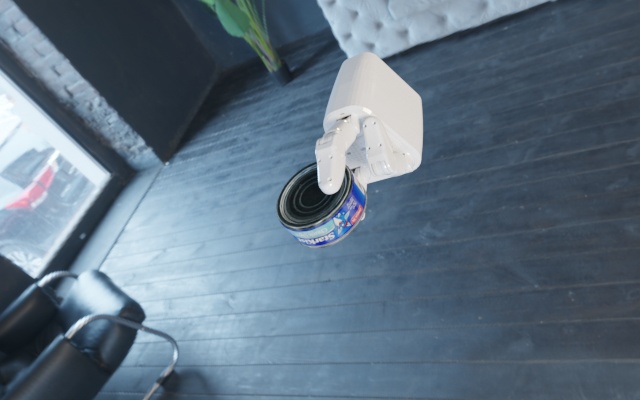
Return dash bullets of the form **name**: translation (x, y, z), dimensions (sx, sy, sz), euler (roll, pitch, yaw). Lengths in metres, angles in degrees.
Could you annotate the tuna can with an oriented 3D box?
- **tuna can**: translation (0.000, 0.001, 0.465), dimensions (0.086, 0.086, 0.034), euler (0, -36, 37)
